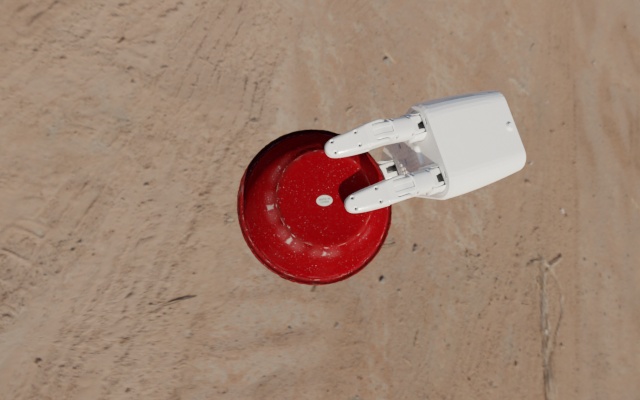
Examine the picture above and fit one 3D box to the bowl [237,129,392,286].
[{"bbox_3d":[-0.001,0.002,0.465,0.162,0.162,0.055,0,-8,-10],"label":"bowl"}]
